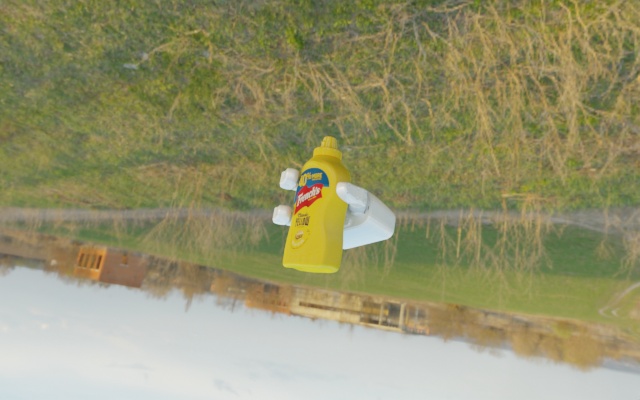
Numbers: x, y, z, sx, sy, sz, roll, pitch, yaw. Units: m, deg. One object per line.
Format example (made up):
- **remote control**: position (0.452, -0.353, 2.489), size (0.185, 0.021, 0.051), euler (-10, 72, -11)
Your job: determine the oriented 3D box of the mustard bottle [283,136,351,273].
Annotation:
- **mustard bottle**: position (0.000, 0.002, 0.667), size (0.058, 0.191, 0.096), euler (18, -16, -32)
